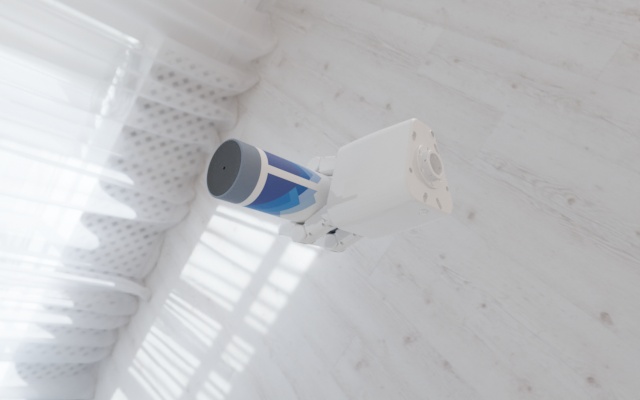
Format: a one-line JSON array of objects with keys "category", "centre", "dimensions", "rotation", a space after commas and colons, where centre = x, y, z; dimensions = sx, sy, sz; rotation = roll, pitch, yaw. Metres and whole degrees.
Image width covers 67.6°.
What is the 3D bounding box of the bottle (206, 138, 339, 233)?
[{"category": "bottle", "centre": [0.000, 0.002, 0.603], "dimensions": [0.069, 0.069, 0.296], "rotation": [0, -14, 46]}]
